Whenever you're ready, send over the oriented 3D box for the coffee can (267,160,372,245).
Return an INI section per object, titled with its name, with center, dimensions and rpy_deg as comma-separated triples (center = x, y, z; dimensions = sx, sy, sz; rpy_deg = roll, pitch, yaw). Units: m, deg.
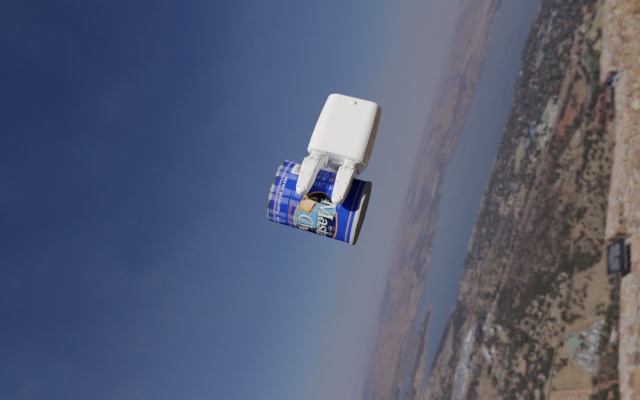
[coffee can]
center = 0.000, 0.003, 0.753
dimensions = 0.140, 0.103, 0.103
rpy_deg = 15, 3, 10
